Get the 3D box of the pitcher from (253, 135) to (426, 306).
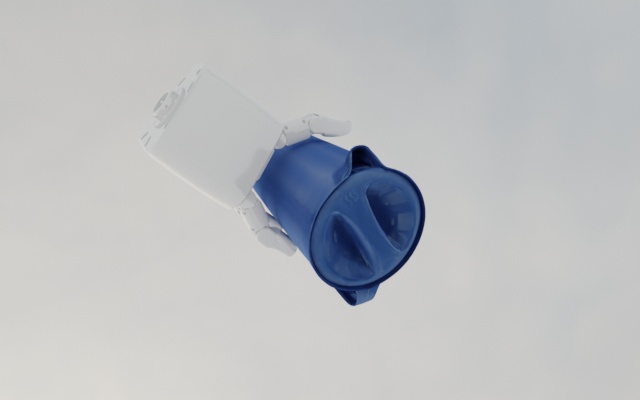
[{"bbox_3d":[0.000,0.002,0.567,0.145,0.149,0.242,34,3,-33],"label":"pitcher"}]
